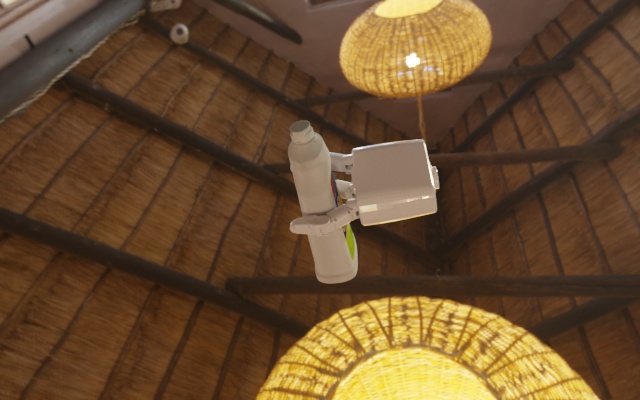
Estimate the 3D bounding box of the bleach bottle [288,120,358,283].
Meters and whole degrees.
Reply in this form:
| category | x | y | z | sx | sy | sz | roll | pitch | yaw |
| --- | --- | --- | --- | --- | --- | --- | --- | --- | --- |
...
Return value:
| category | x | y | z | sx | sy | sz | roll | pitch | yaw |
| --- | --- | --- | --- | --- | --- | --- | --- | --- | --- |
| bleach bottle | 0.000 | 0.002 | 0.696 | 0.068 | 0.251 | 0.102 | -8 | 39 | 10 |
